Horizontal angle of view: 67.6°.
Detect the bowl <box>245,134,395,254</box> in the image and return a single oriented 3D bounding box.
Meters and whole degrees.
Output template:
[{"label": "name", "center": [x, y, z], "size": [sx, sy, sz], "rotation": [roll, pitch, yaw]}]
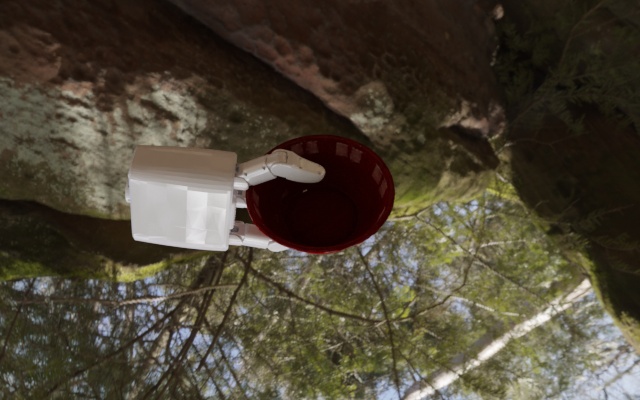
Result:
[{"label": "bowl", "center": [0.001, 0.002, 0.534], "size": [0.162, 0.162, 0.055], "rotation": [0, -37, 2]}]
